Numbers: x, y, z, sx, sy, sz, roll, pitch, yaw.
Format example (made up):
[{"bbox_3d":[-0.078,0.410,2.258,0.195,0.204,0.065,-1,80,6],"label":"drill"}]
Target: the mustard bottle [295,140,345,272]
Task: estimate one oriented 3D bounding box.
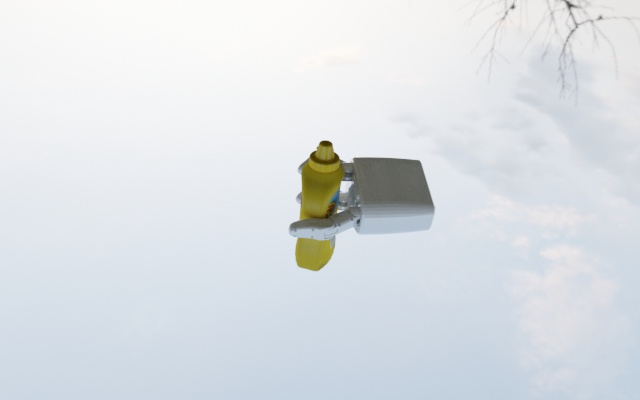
[{"bbox_3d":[0.000,0.002,0.675,0.058,0.192,0.096,14,38,10],"label":"mustard bottle"}]
